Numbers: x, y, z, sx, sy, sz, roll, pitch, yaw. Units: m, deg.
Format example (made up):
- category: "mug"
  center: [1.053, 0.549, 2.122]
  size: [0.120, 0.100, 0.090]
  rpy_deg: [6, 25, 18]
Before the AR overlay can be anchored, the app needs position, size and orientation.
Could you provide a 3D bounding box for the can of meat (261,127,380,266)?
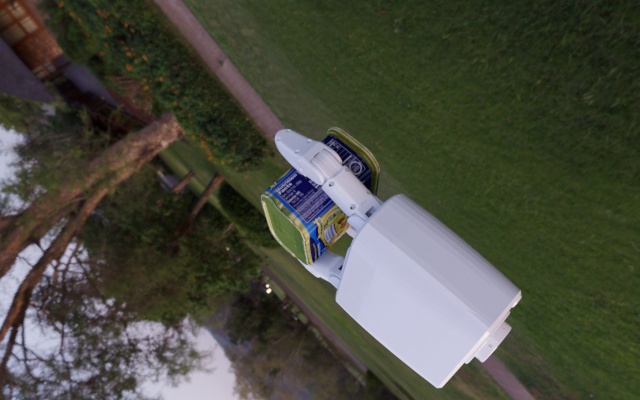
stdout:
- category: "can of meat"
  center: [0.000, 0.001, 0.407]
  size: [0.057, 0.084, 0.102]
  rpy_deg: [41, -18, 20]
